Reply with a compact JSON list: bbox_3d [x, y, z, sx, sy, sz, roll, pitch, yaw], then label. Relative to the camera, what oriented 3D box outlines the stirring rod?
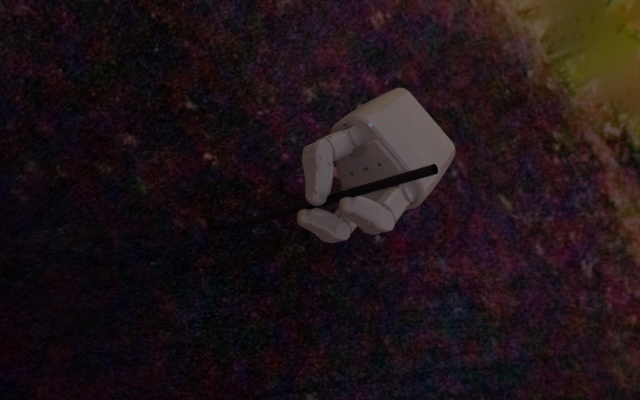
[{"bbox_3d":[0.000,0.001,0.434,0.239,0.011,0.011,-16,-11,43],"label":"stirring rod"}]
